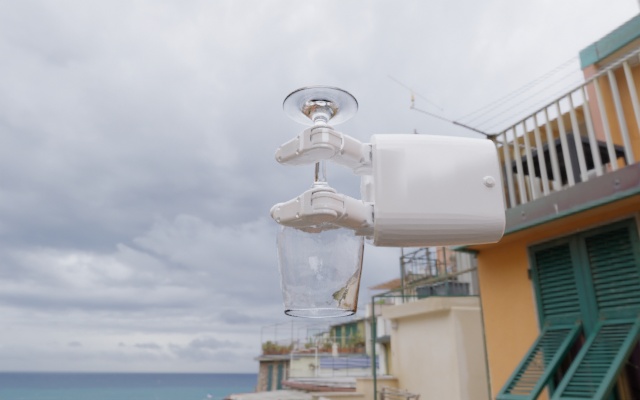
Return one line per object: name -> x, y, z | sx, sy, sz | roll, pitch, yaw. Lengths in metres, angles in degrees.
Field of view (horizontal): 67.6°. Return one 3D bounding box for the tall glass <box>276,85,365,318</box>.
tall glass -> 0.000, 0.001, 0.434 | 0.079, 0.201, 0.079 | 0, -20, 0
